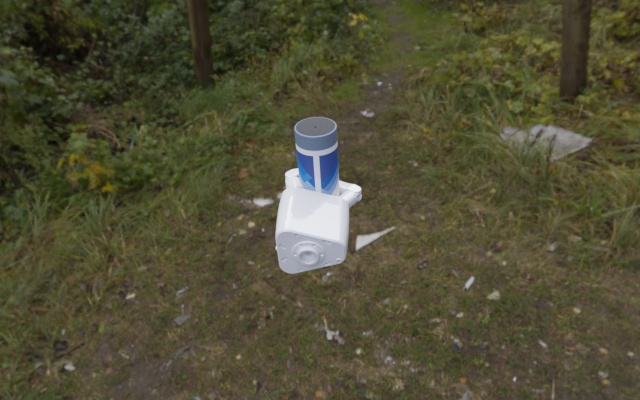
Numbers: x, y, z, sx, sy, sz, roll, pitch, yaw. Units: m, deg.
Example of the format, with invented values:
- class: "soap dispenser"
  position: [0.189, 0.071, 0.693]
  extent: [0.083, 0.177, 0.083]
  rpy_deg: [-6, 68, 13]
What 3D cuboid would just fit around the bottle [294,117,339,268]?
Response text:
- class: "bottle"
  position: [0.000, 0.002, 0.830]
  extent: [0.069, 0.296, 0.069]
  rpy_deg: [-2, 37, 2]
